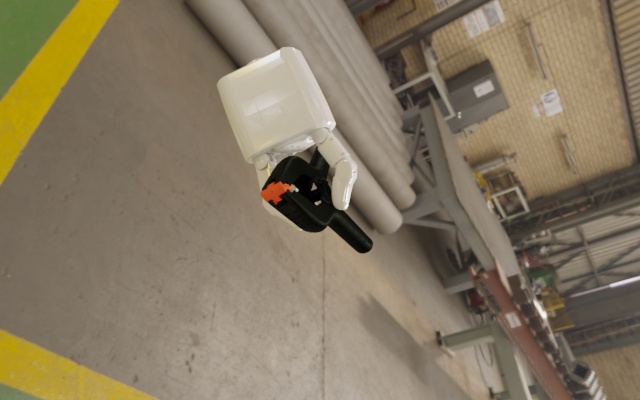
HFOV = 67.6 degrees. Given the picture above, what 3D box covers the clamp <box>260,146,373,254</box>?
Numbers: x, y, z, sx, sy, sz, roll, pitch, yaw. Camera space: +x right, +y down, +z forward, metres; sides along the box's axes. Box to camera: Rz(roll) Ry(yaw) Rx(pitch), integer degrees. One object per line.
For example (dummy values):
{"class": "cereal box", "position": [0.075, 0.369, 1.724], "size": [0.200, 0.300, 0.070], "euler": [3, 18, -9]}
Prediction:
{"class": "clamp", "position": [0.000, 0.001, 0.580], "size": [0.036, 0.164, 0.210], "euler": [-28, -6, 22]}
